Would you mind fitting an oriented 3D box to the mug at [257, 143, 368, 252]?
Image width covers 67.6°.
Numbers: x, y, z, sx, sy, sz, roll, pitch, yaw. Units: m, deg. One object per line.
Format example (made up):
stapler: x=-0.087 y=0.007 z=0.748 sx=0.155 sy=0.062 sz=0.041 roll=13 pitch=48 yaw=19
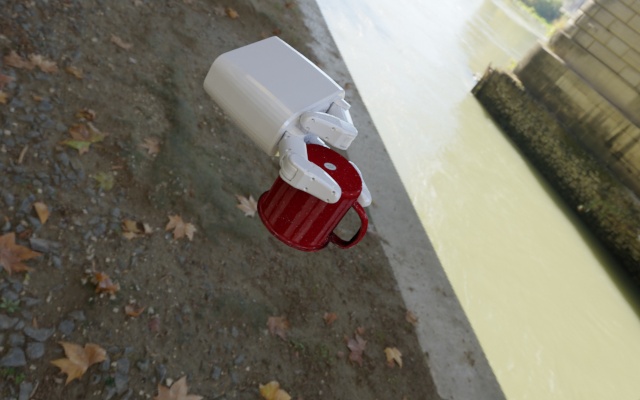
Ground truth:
mug: x=0.001 y=0.002 z=0.507 sx=0.117 sy=0.081 sz=0.093 roll=42 pitch=32 yaw=10
